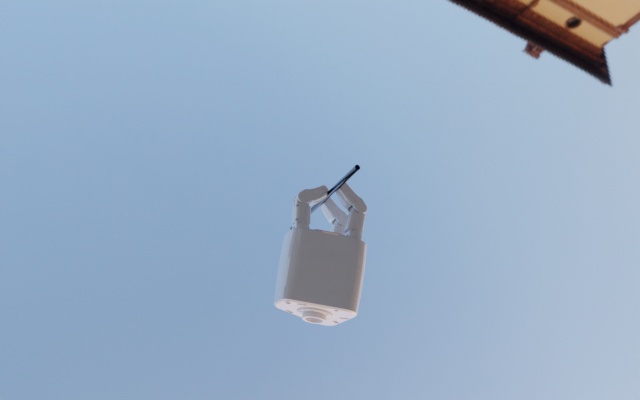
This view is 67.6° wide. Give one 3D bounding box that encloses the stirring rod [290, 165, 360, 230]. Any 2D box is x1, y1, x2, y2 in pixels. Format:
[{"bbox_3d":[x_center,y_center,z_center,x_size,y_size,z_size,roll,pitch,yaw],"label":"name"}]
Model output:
[{"bbox_3d":[0.000,0.002,0.747,0.011,0.011,0.240,0,-23,-27],"label":"stirring rod"}]
